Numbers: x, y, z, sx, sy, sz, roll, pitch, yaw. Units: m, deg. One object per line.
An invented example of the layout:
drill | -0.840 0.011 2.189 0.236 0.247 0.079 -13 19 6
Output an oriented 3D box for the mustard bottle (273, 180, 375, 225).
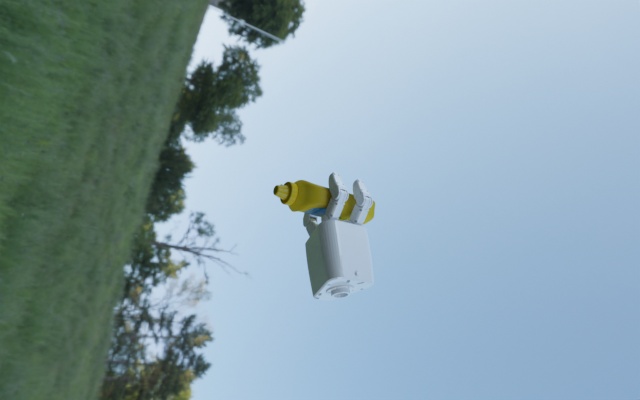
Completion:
mustard bottle | 0.000 0.003 0.868 0.192 0.058 0.096 14 -11 -34
